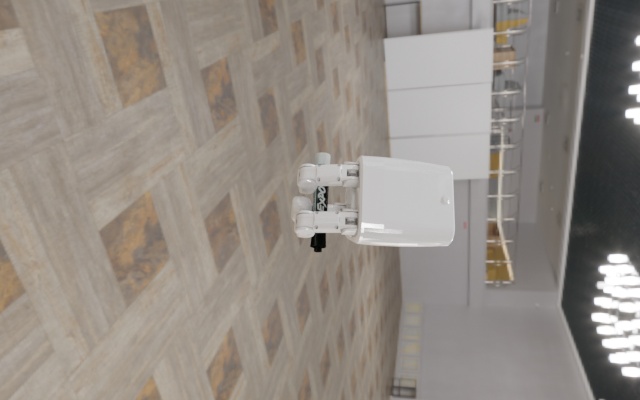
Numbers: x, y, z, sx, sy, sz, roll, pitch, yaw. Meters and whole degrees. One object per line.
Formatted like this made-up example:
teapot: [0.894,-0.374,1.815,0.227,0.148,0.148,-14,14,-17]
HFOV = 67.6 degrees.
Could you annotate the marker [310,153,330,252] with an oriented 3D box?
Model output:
marker: [0.000,0.002,0.573,0.020,0.121,0.020,3,-16,1]
